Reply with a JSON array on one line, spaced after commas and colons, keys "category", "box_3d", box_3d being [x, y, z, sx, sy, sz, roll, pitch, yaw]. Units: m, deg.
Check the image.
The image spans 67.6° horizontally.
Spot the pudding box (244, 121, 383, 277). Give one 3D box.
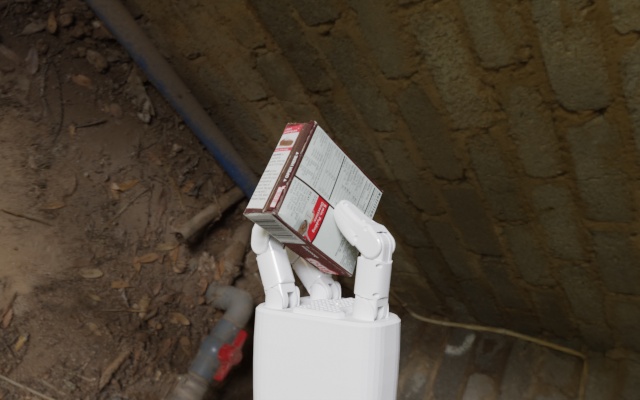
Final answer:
[{"category": "pudding box", "box_3d": [0.000, 0.001, 0.408, 0.039, 0.090, 0.113, 2, -30, 41]}]
